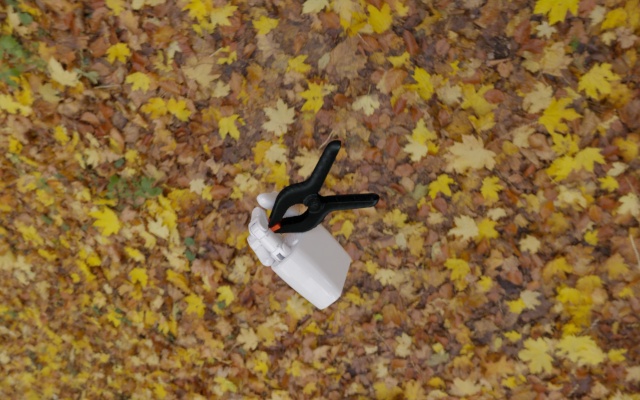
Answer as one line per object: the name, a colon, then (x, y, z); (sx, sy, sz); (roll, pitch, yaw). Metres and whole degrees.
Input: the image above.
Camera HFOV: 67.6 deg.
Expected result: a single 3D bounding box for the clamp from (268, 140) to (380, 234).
clamp: (0.000, 0.003, 0.711); (0.171, 0.120, 0.039); (-39, 18, 18)
